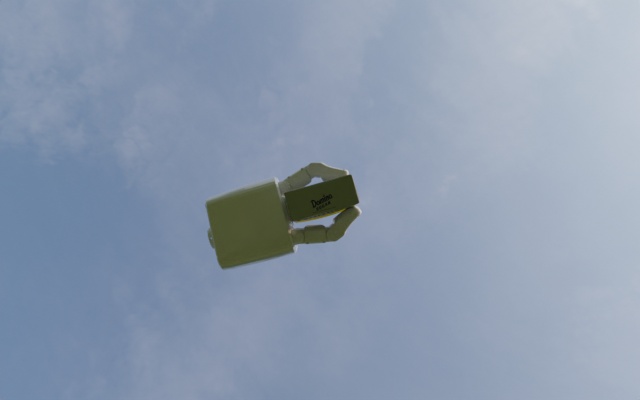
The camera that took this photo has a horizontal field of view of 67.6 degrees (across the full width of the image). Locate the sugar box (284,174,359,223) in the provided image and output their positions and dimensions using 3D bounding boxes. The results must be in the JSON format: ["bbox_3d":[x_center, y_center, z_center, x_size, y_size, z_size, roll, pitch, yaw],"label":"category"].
[{"bbox_3d":[0.000,0.003,0.691,0.093,0.048,0.176,-15,-1,-1],"label":"sugar box"}]
